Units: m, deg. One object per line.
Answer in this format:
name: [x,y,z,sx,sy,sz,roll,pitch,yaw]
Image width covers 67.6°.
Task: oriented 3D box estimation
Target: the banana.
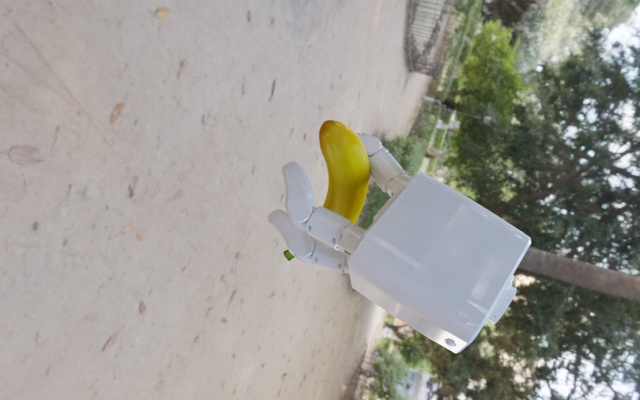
banana: [0.014,-0.003,0.448,0.069,0.037,0.198,-26,-29,-31]
